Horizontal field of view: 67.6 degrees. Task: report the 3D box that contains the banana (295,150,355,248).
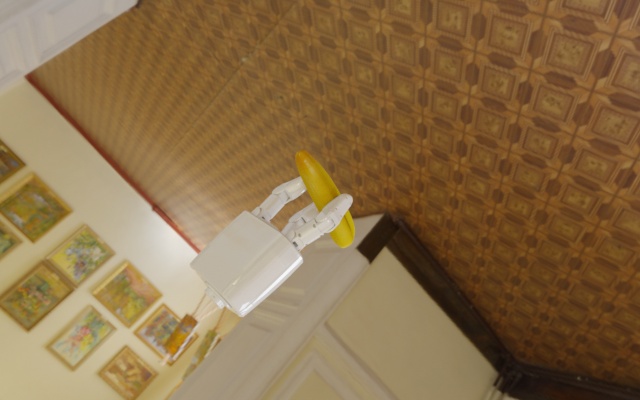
[{"bbox_3d":[0.013,0.013,0.672,0.069,0.037,0.198,38,-19,38],"label":"banana"}]
